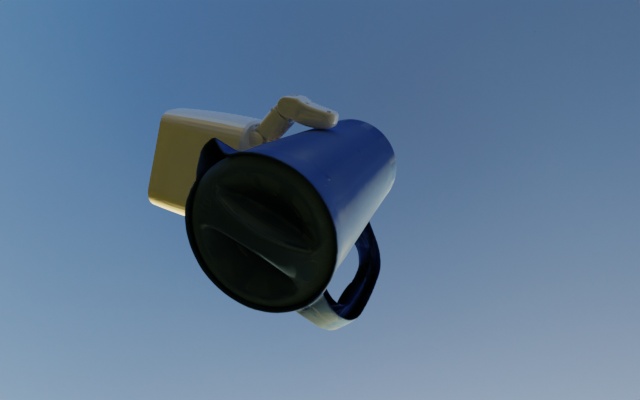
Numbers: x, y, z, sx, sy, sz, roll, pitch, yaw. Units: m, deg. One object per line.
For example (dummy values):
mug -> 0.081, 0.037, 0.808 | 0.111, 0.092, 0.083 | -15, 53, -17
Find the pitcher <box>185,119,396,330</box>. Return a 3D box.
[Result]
pitcher -> 0.000, 0.001, 0.464 | 0.145, 0.149, 0.242 | 13, 23, 19
